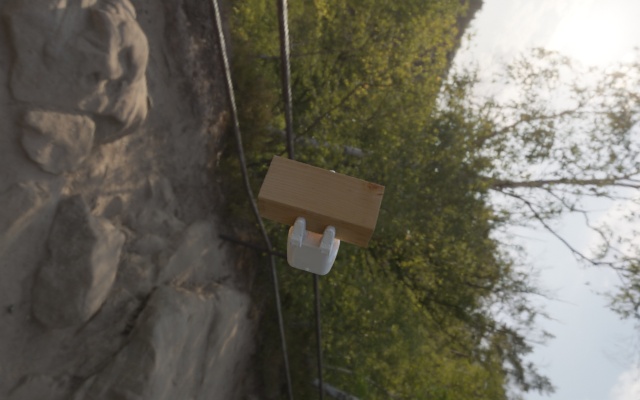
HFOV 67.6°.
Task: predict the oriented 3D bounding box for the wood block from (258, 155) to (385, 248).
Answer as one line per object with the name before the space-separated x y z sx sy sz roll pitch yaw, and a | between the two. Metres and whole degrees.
wood block | 0.000 0.003 0.863 0.206 0.090 0.090 16 -27 3
